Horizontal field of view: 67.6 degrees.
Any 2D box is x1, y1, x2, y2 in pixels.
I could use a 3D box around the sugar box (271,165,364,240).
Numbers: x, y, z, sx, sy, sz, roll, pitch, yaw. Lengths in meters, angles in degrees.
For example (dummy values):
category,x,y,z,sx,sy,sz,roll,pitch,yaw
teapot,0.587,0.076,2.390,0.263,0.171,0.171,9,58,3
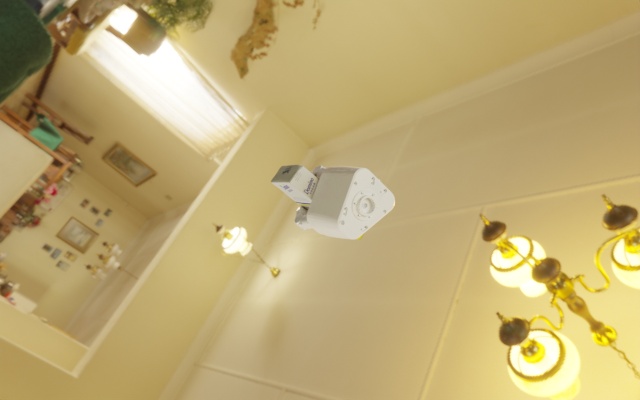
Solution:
category,x,y,z,sx,sy,sz,roll,pitch,yaw
sugar box,0.001,0.002,0.875,0.176,0.048,0.093,42,-16,-23
